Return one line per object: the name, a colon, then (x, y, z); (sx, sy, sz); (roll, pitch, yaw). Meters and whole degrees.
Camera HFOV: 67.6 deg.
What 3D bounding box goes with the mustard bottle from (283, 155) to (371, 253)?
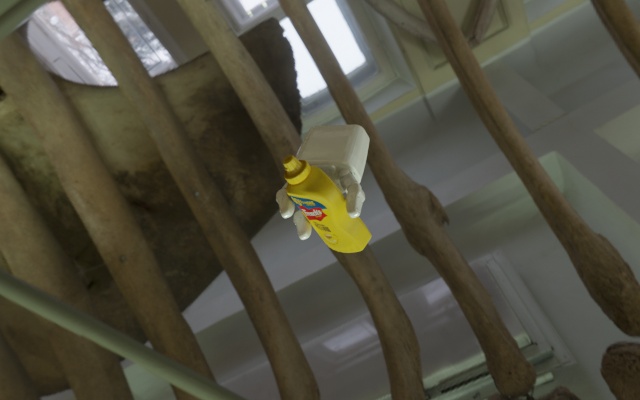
mustard bottle: (0.000, 0.003, 0.750); (0.096, 0.058, 0.192); (13, -33, 48)
